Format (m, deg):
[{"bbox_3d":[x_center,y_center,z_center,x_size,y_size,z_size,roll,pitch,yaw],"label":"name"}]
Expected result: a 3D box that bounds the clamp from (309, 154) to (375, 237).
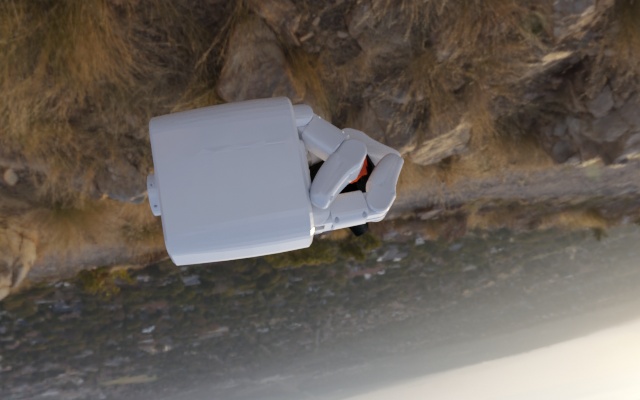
[{"bbox_3d":[0.000,0.002,0.459,0.120,0.039,0.171,-9,-25,-10],"label":"clamp"}]
